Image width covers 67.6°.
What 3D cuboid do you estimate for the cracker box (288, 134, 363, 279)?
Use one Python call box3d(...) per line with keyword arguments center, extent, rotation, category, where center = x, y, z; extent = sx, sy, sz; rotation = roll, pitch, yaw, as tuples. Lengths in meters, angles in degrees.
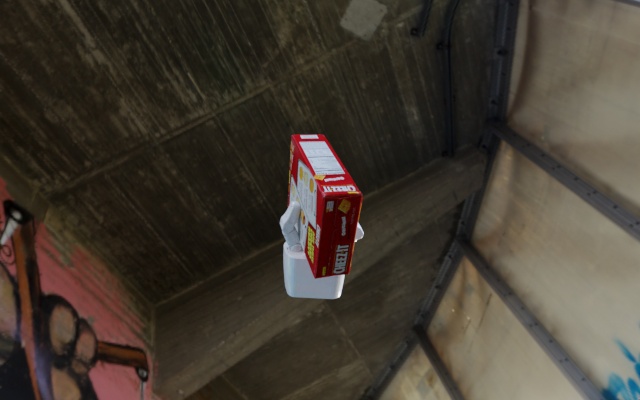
box3d(center=(0.000, 0.003, 0.833), extent=(0.072, 0.164, 0.213), rotation=(-5, 34, -16), category="cracker box")
